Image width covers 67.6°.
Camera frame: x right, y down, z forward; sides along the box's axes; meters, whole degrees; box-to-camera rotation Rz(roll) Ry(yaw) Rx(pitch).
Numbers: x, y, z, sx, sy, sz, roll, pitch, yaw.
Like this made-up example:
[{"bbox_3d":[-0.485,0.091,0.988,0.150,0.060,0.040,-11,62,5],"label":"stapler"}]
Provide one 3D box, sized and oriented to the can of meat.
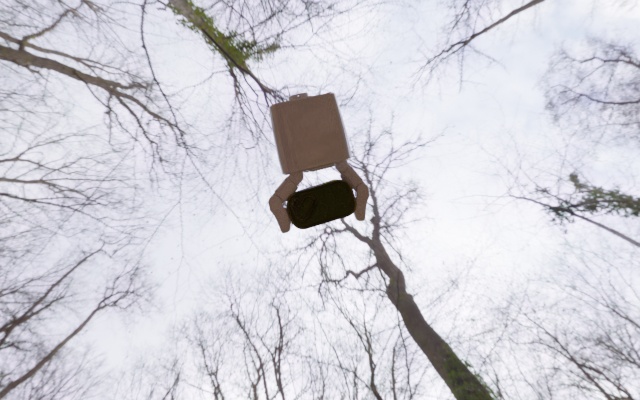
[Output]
[{"bbox_3d":[0.000,0.002,0.750,0.102,0.057,0.084,-17,6,-1],"label":"can of meat"}]
